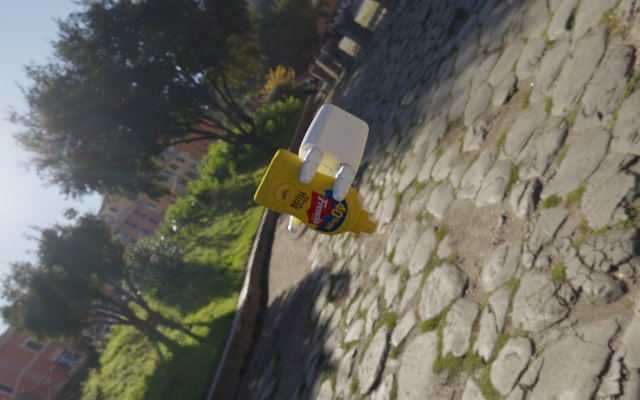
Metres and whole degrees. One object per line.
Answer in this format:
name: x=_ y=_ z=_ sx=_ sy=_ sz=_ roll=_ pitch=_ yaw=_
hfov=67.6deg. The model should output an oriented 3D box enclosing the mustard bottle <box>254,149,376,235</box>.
mustard bottle: x=0.000 y=0.003 z=0.745 sx=0.191 sy=0.096 sz=0.058 roll=27 pitch=31 yaw=-8
